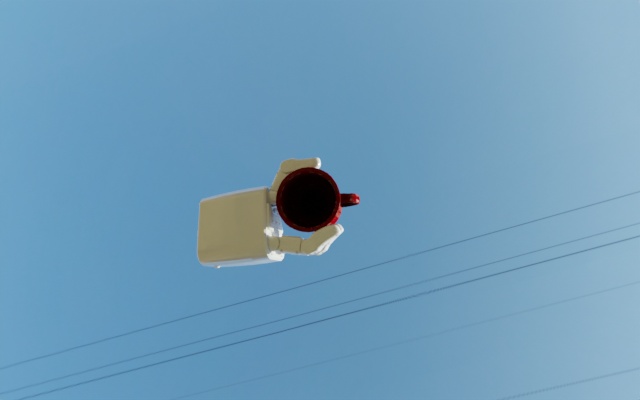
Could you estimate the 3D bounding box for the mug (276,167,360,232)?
[{"bbox_3d":[0.002,0.002,0.710,0.117,0.093,0.081,-7,-9,8],"label":"mug"}]
